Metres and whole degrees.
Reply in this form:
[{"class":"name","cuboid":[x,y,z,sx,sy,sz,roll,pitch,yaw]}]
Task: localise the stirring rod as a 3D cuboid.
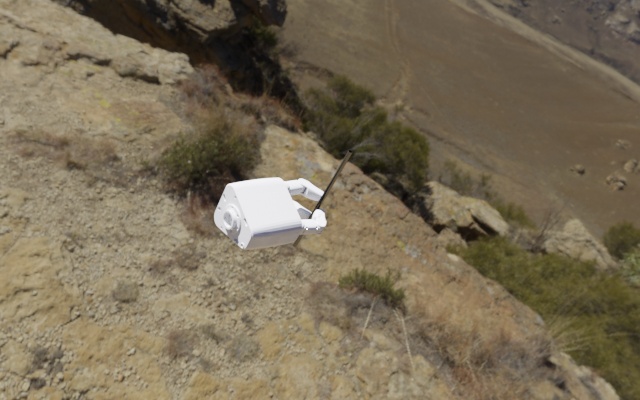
[{"class":"stirring rod","cuboid":[0.000,0.003,0.888,0.011,0.240,0.011,21,34,-15]}]
